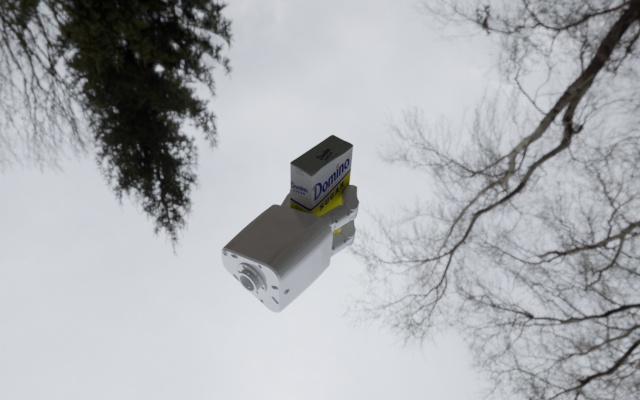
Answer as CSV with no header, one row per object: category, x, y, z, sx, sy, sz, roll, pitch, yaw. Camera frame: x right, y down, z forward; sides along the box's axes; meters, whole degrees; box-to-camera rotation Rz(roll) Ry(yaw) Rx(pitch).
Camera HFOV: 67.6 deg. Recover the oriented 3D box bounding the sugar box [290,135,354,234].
sugar box,0.000,0.003,0.694,0.048,0.176,0.093,31,49,25
